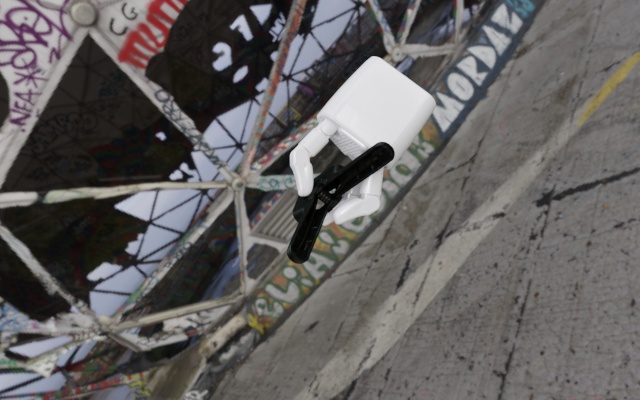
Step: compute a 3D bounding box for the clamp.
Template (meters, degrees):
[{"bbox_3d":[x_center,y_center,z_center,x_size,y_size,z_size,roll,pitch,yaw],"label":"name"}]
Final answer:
[{"bbox_3d":[-0.001,0.001,0.598,0.036,0.164,0.210,42,-10,-12],"label":"clamp"}]
